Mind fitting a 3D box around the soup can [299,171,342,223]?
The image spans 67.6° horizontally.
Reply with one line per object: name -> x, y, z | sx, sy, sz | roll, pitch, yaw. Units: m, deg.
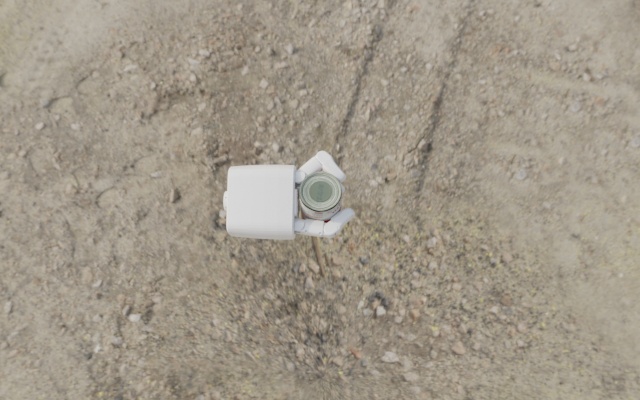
soup can -> 0.001, 0.003, 0.771 | 0.068, 0.068, 0.102 | 0, -20, 0
